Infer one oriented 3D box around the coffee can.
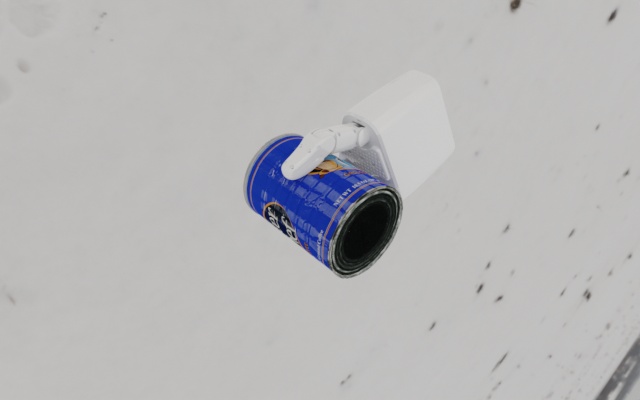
[{"bbox_3d":[0.000,0.002,0.504,0.103,0.103,0.140,0,26,-48],"label":"coffee can"}]
